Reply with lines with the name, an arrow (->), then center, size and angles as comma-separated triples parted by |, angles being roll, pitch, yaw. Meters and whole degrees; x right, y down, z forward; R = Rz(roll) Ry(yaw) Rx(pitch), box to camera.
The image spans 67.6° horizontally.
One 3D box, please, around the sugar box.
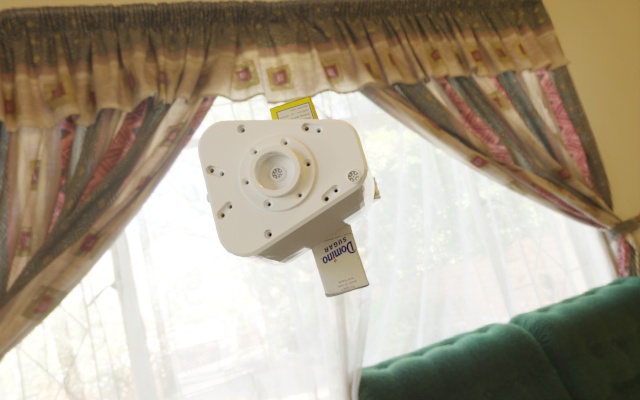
sugar box -> -0.001, 0.002, 0.455 | 0.048, 0.176, 0.093 | -15, -10, 2
